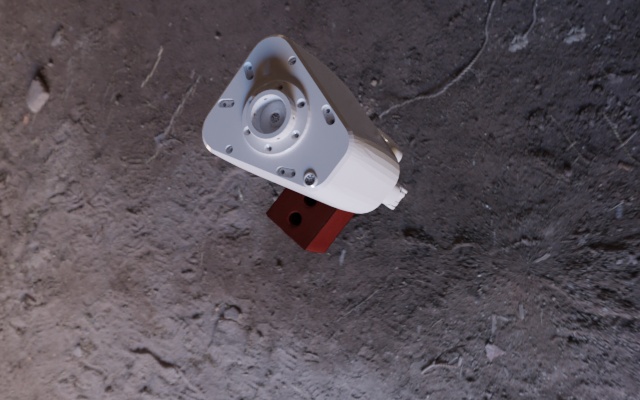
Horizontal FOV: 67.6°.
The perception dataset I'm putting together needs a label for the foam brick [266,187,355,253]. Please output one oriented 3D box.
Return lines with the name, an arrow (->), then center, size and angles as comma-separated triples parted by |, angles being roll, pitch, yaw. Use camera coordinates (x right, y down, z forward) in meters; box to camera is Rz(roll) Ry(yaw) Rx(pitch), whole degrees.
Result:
foam brick -> 0.000, 0.002, 0.431 | 0.053, 0.078, 0.051 | 41, 10, 21
